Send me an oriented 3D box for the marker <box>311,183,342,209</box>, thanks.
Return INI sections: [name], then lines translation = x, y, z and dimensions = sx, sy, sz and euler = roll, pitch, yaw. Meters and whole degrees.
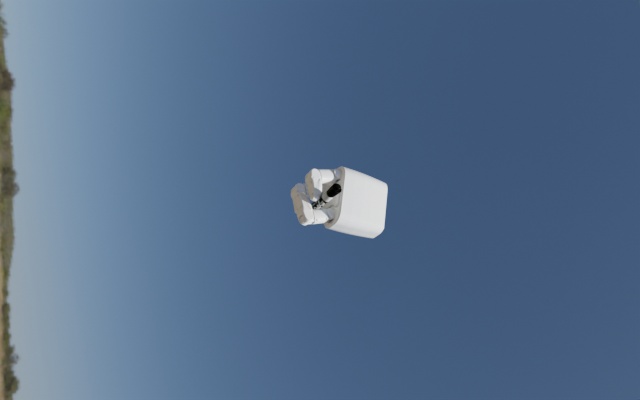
[marker]
translation = 0.000, 0.003, 0.843
dimensions = 0.020, 0.020, 0.121
euler = 0, -26, -35
